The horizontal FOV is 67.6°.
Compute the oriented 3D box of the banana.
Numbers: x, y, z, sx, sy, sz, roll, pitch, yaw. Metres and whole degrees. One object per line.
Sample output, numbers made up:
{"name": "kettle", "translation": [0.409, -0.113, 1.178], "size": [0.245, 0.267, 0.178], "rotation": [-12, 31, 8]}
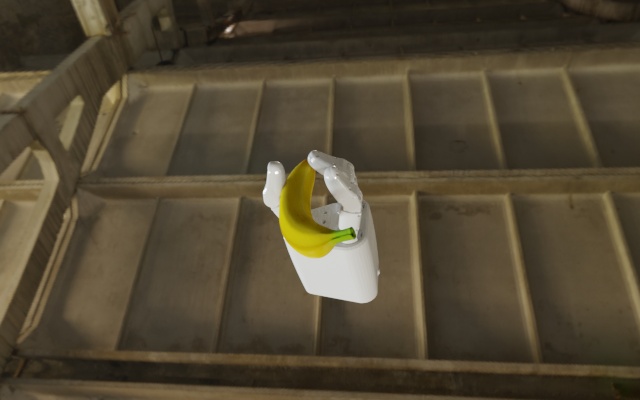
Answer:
{"name": "banana", "translation": [-0.016, 0.012, 0.540], "size": [0.069, 0.037, 0.197], "rotation": [-26, 31, -1]}
